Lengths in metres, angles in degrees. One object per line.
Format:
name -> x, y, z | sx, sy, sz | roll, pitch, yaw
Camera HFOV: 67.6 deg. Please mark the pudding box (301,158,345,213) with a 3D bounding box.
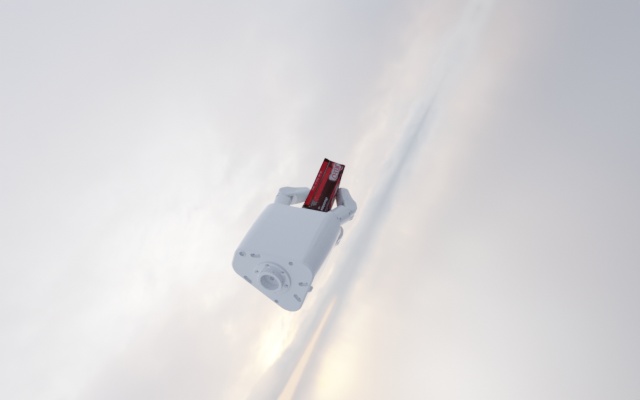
pudding box -> 0.000, 0.002, 0.723 | 0.039, 0.090, 0.113 | 24, -26, 3
